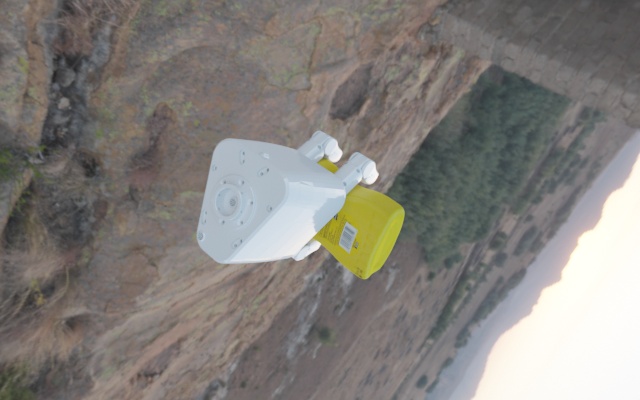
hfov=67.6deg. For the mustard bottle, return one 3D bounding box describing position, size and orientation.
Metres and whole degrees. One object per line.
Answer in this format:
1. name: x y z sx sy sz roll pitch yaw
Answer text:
1. mustard bottle: 0.000 0.002 0.561 0.191 0.096 0.058 34 39 25
